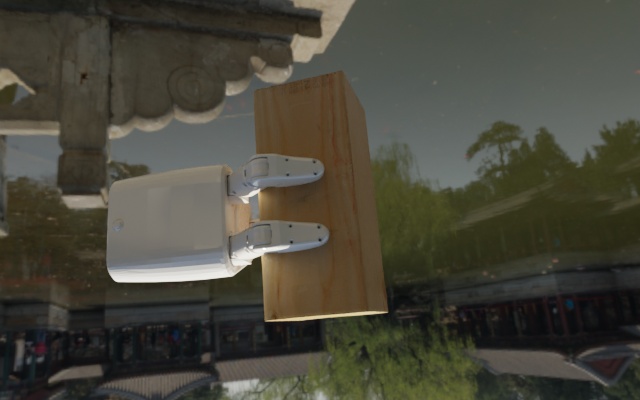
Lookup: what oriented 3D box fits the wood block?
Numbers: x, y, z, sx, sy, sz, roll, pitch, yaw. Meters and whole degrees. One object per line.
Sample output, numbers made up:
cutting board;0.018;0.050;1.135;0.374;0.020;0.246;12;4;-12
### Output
wood block;0.000;0.002;0.440;0.090;0.206;0.091;-9;-16;15
